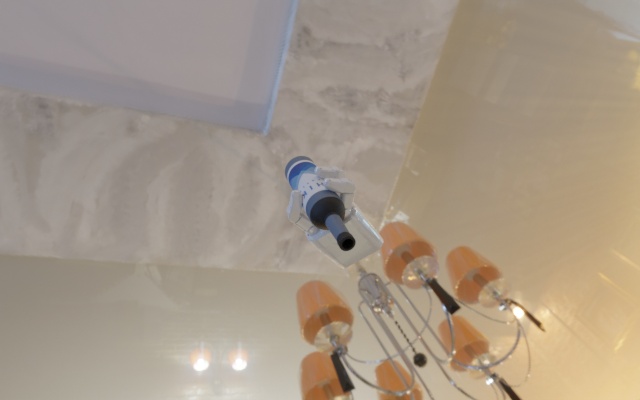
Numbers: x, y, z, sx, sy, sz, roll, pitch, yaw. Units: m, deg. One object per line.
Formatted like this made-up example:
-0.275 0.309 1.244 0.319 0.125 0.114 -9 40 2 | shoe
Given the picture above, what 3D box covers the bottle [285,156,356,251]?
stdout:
0.000 0.003 0.871 0.069 0.069 0.295 0 26 -19 | bottle
